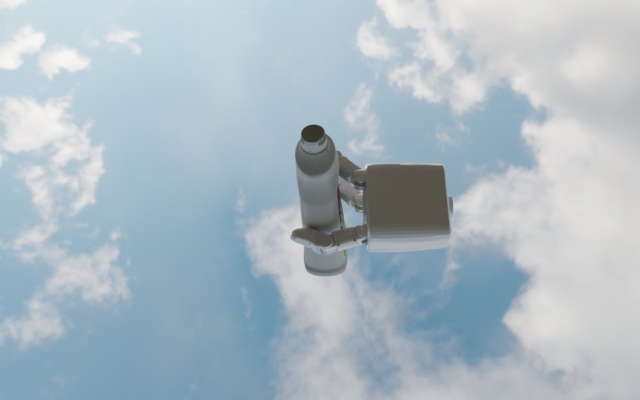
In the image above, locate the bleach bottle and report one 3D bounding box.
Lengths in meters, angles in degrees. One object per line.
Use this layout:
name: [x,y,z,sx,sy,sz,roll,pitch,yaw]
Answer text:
bleach bottle: [0.000,0.002,0.646,0.068,0.102,0.251,-1,-36,4]
